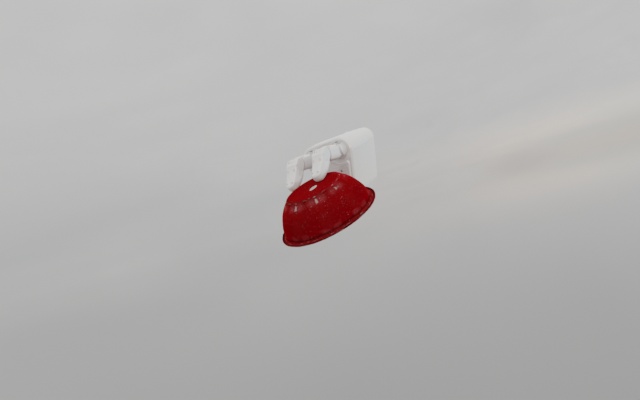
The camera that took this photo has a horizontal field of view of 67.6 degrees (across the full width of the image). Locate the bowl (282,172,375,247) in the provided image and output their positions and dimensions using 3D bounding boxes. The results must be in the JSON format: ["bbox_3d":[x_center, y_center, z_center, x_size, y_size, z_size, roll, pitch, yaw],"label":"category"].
[{"bbox_3d":[0.000,0.003,0.729,0.162,0.055,0.162,-26,19,10],"label":"bowl"}]
